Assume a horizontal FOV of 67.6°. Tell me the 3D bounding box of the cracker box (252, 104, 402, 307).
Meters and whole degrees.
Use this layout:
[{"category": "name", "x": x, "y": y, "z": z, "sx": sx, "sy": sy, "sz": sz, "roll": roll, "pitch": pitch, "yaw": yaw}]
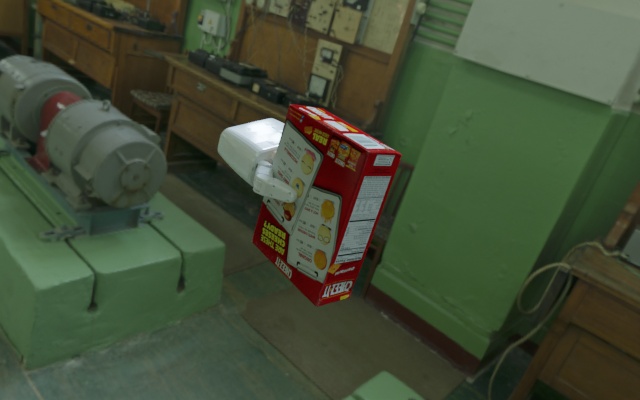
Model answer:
[{"category": "cracker box", "x": 0.000, "y": 0.002, "z": 0.632, "sx": 0.072, "sy": 0.214, "sz": 0.164, "roll": -3, "pitch": 29, "yaw": -41}]
